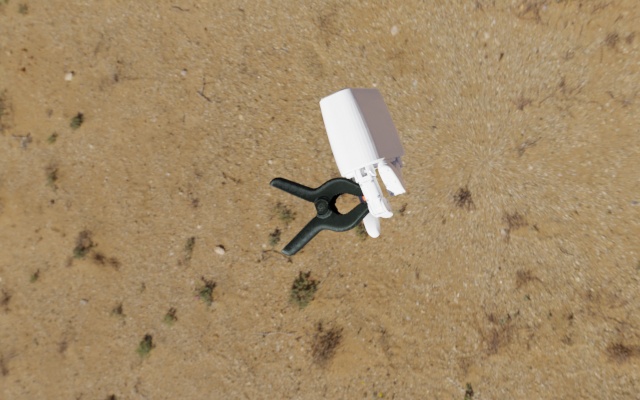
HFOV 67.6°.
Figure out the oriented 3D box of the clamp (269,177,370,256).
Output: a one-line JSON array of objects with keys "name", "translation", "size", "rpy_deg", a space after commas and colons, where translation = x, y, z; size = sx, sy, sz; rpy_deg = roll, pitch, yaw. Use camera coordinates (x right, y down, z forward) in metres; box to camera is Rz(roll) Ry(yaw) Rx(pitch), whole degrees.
[{"name": "clamp", "translation": [0.000, 0.002, 0.705], "size": [0.171, 0.120, 0.039], "rpy_deg": [-21, -1, 19]}]
